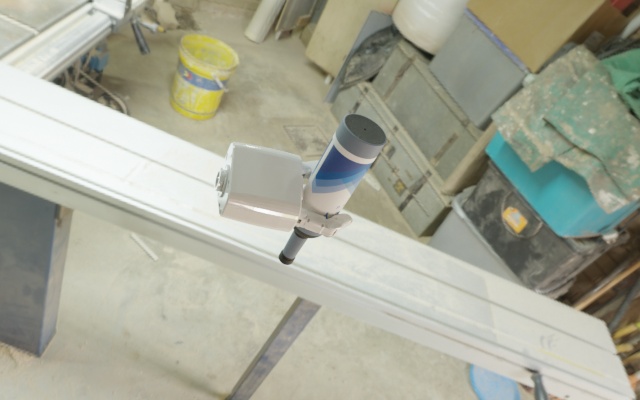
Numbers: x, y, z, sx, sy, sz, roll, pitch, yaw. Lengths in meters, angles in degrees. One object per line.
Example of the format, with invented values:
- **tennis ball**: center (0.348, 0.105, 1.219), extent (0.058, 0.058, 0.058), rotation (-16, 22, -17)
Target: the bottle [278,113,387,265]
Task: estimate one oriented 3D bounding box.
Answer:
- **bottle**: center (0.000, 0.002, 0.733), extent (0.069, 0.069, 0.296), rotation (0, -42, -33)
